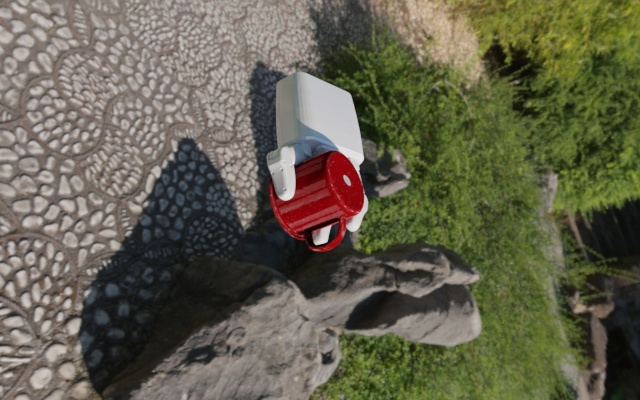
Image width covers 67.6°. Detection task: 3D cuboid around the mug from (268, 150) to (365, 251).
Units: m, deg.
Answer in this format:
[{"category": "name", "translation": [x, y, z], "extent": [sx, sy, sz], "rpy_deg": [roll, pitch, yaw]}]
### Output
[{"category": "mug", "translation": [0.000, 0.003, 0.564], "extent": [0.081, 0.117, 0.093], "rpy_deg": [-22, -28, 29]}]
